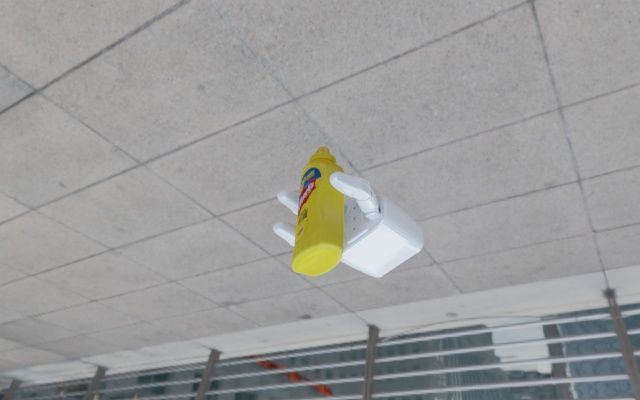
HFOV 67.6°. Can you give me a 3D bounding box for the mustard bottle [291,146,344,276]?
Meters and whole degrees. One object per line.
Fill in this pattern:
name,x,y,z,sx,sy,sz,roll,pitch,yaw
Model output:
mustard bottle,0.000,0.002,0.672,0.058,0.191,0.096,16,-36,-17
